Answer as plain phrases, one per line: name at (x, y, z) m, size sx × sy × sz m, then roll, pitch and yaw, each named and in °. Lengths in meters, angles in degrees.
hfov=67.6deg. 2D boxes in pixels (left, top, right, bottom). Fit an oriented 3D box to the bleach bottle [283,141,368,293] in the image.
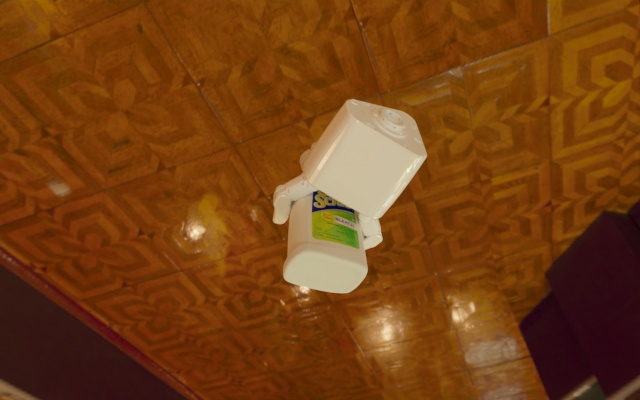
bleach bottle at (0.000, 0.002, 0.654) m, size 0.102 × 0.250 × 0.068 m, roll 17°, pitch -50°, yaw -20°
